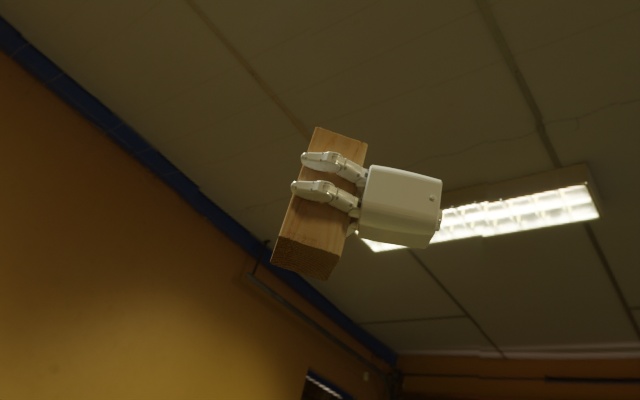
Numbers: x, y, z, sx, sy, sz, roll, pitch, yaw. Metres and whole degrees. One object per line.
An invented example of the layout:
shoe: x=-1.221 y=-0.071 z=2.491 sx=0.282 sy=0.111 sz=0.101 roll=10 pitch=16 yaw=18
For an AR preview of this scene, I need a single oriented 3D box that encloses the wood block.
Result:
wood block: x=0.000 y=0.003 z=0.722 sx=0.090 sy=0.206 sz=0.091 roll=18 pitch=-35 yaw=-2
